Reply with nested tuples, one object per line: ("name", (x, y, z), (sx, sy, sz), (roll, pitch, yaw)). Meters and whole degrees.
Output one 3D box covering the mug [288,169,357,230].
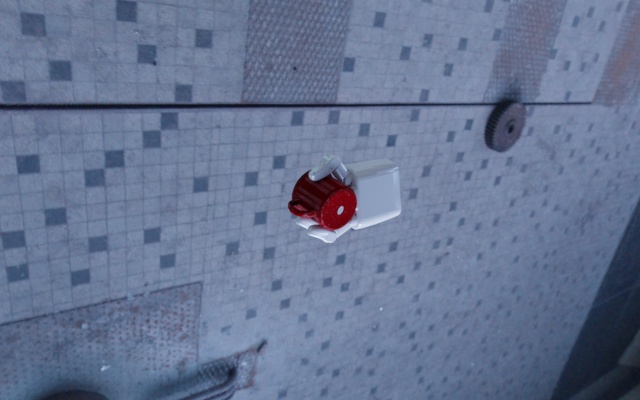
("mug", (-0.001, 0.003, 0.827), (0.117, 0.093, 0.081), (-15, 32, -32))
